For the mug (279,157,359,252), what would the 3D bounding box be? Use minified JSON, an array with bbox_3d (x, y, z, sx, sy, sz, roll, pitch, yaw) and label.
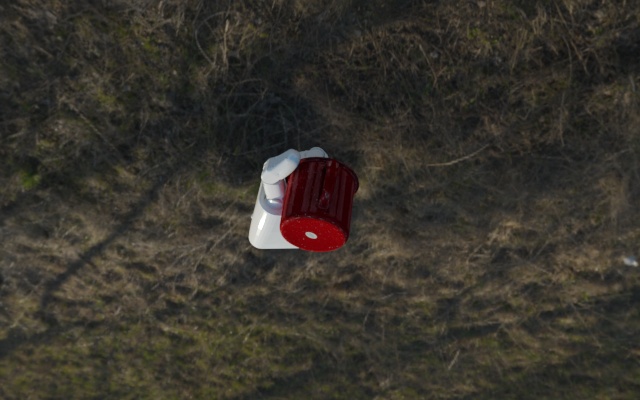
[{"bbox_3d":[0.001,0.001,0.559,0.093,0.081,0.117,15,-36,-9],"label":"mug"}]
